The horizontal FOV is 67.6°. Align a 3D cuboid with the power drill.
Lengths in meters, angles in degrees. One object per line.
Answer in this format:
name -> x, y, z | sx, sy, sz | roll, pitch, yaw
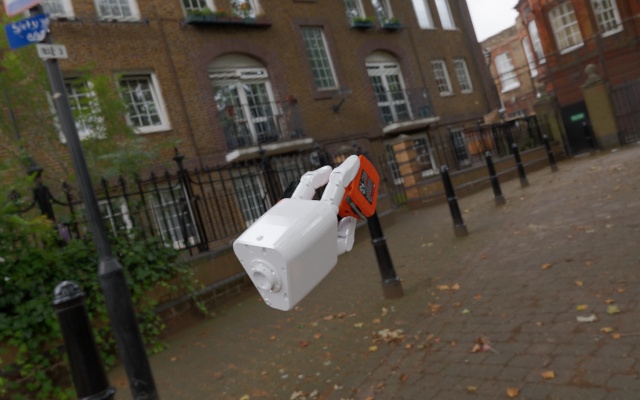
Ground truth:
power drill -> 0.000, 0.002, 0.749 | 0.188, 0.057, 0.184 | -28, 29, 30
